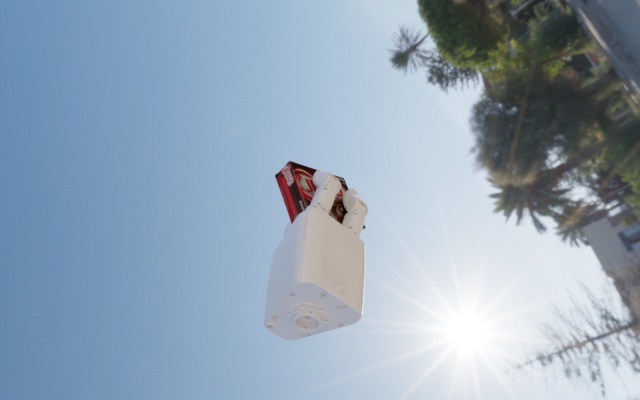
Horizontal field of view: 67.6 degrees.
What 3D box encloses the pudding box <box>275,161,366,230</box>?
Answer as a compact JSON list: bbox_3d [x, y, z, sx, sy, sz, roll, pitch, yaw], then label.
[{"bbox_3d":[0.000,0.002,0.641,0.039,0.090,0.113,-38,-34,28],"label":"pudding box"}]
